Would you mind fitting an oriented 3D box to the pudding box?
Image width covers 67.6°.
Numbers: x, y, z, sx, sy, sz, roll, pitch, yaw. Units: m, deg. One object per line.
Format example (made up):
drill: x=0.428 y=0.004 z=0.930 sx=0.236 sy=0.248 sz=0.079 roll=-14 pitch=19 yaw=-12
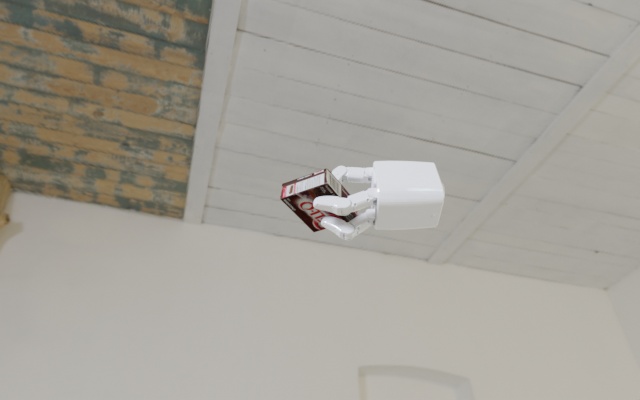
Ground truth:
pudding box: x=0.000 y=0.002 z=0.803 sx=0.090 sy=0.039 sz=0.113 roll=-19 pitch=-45 yaw=24
